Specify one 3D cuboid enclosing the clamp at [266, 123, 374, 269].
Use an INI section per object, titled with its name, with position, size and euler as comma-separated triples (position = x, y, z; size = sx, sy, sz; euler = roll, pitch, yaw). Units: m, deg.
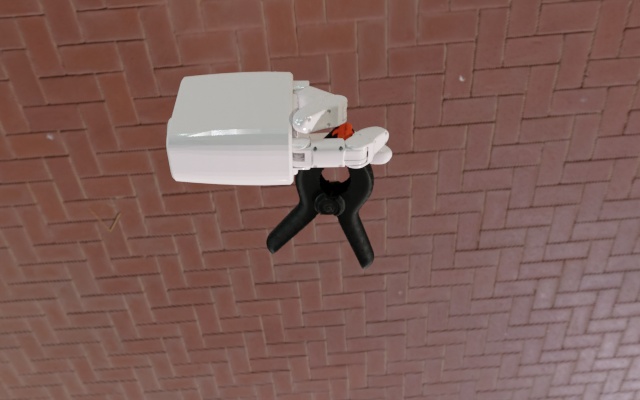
[clamp]
position = 0.000, 0.002, 0.496
size = 0.120, 0.172, 0.039
euler = -1, 33, -2
